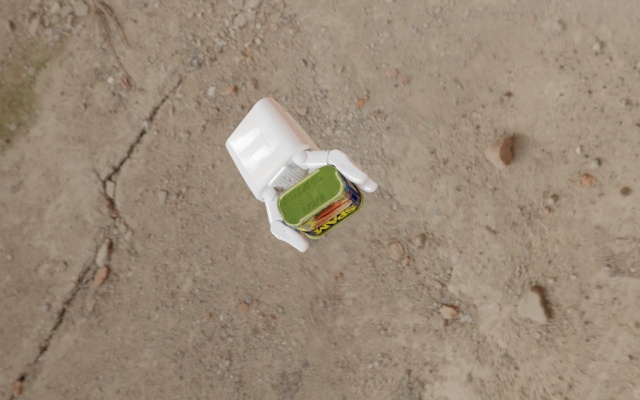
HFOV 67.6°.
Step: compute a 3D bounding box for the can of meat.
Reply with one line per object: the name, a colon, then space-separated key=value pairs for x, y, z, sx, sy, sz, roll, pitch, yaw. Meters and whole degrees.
can of meat: x=0.000 y=0.002 z=0.658 sx=0.102 sy=0.057 sz=0.084 roll=-35 pitch=-23 yaw=10
